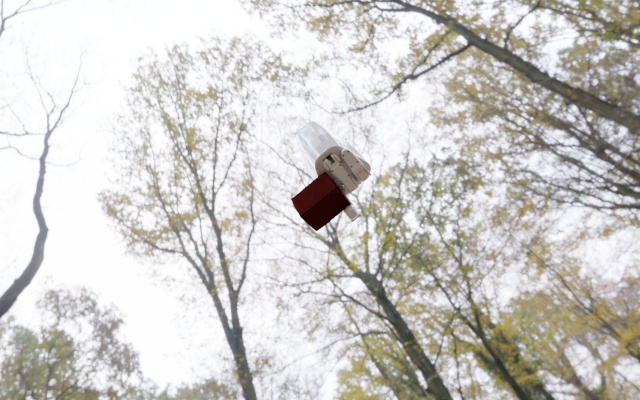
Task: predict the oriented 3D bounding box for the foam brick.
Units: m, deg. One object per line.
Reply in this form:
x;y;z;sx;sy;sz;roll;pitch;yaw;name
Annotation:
0.000;0.003;0.802;0.053;0.078;0.051;47;5;-45;foam brick
